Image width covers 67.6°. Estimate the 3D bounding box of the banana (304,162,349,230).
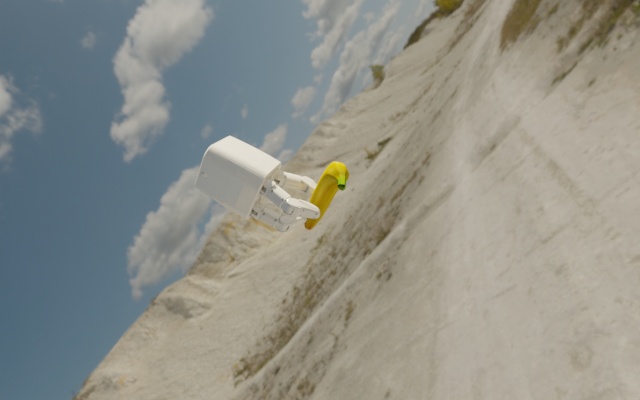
[{"bbox_3d":[0.008,-0.014,0.782,0.037,0.069,0.198,28,-27,-3],"label":"banana"}]
